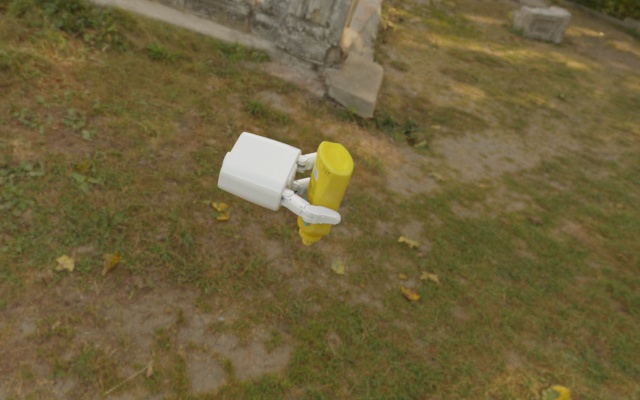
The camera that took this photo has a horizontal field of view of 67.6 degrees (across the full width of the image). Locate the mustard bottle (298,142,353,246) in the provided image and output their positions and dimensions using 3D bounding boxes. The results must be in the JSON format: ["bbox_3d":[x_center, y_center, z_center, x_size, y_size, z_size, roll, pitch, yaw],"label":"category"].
[{"bbox_3d":[0.001,0.003,0.816,0.058,0.192,0.096,6,37,-18],"label":"mustard bottle"}]
